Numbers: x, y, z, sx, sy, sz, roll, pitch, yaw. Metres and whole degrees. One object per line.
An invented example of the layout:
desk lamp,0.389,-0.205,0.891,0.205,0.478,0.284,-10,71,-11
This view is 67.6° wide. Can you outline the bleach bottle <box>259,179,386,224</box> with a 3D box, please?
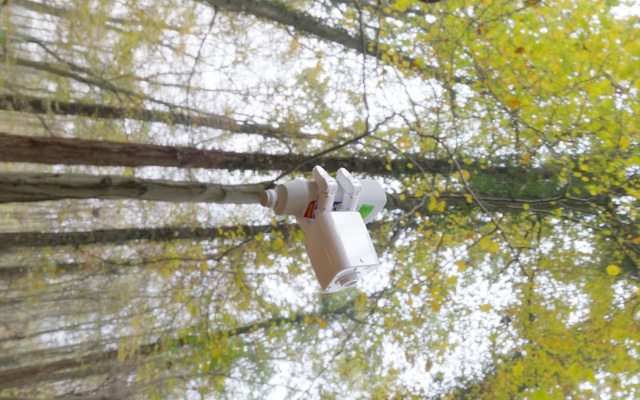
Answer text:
bleach bottle,0.000,0.003,0.880,0.251,0.068,0.103,0,-34,-37
